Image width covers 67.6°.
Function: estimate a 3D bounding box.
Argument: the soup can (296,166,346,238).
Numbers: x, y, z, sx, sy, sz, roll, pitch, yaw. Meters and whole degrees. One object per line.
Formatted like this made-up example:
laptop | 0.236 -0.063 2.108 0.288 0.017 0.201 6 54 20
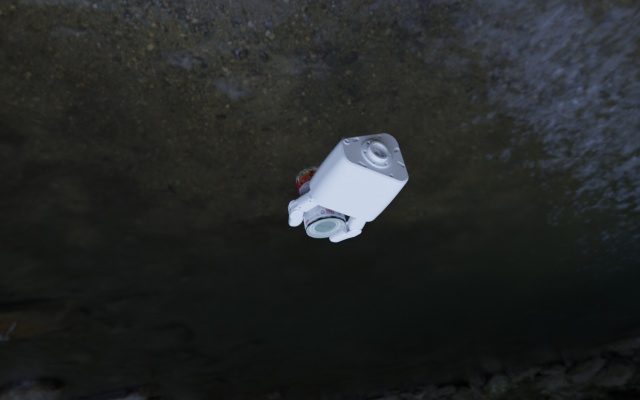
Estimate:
soup can | 0.000 0.003 0.800 0.068 0.102 0.068 -9 -30 -5
